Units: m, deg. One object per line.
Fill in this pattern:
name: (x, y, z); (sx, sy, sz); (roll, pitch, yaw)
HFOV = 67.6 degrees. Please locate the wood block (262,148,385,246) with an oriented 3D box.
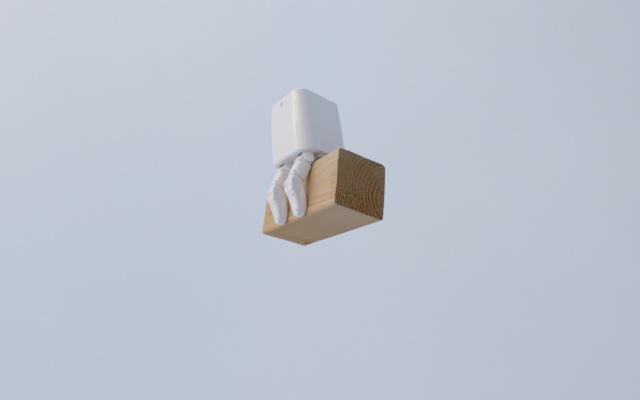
wood block: (0.000, 0.002, 0.761); (0.091, 0.090, 0.206); (18, -25, -30)
